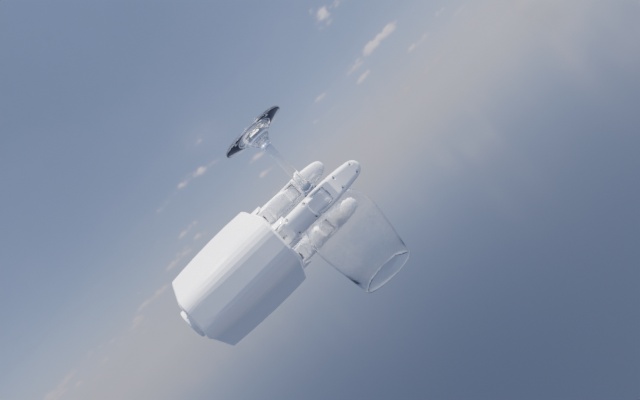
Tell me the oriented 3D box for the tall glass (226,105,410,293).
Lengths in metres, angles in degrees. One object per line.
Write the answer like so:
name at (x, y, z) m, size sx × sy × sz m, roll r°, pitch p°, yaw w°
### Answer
tall glass at (0.000, 0.001, 0.486) m, size 0.079 × 0.201 × 0.079 m, roll -44°, pitch 0°, yaw 0°
